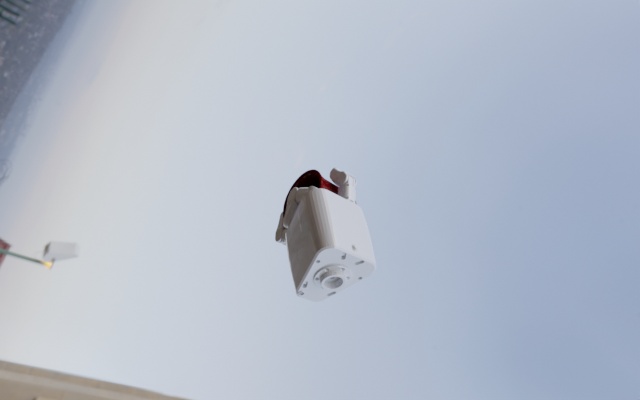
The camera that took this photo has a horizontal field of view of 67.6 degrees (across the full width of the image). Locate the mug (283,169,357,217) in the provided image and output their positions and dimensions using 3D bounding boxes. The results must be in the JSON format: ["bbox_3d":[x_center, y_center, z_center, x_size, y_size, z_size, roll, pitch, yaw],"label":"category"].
[{"bbox_3d":[0.000,0.002,0.752,0.081,0.117,0.093,28,-57,-31],"label":"mug"}]
